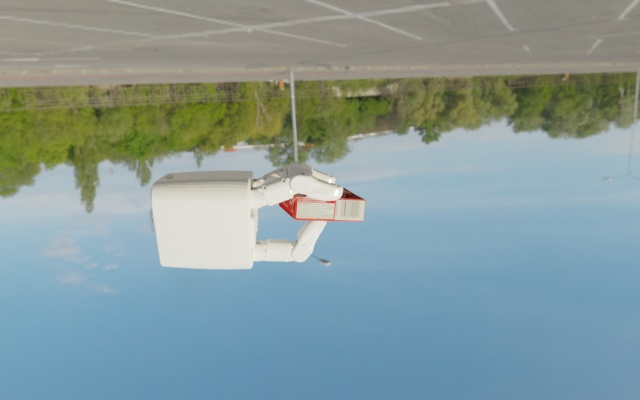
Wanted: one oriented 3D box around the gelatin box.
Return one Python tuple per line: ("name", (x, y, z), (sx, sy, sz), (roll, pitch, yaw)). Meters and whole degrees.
("gelatin box", (0.000, 0.002, 0.578), (0.089, 0.030, 0.073), (2, 12, -18))
